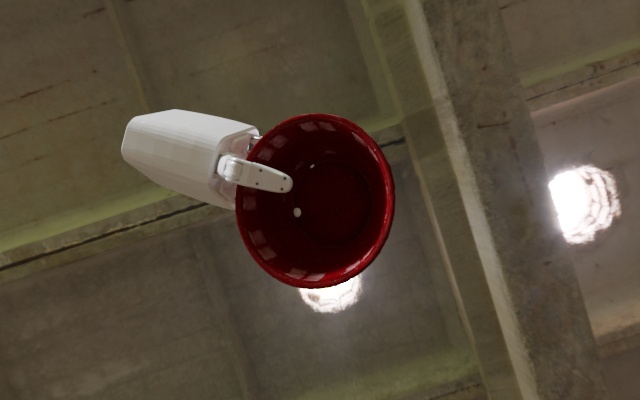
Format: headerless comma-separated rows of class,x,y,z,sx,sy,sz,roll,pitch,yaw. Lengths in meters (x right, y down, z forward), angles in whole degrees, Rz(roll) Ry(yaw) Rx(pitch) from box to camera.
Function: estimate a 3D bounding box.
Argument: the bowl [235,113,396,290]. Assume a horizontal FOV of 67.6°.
bowl,0.001,0.002,0.460,0.162,0.162,0.055,0,-3,24
